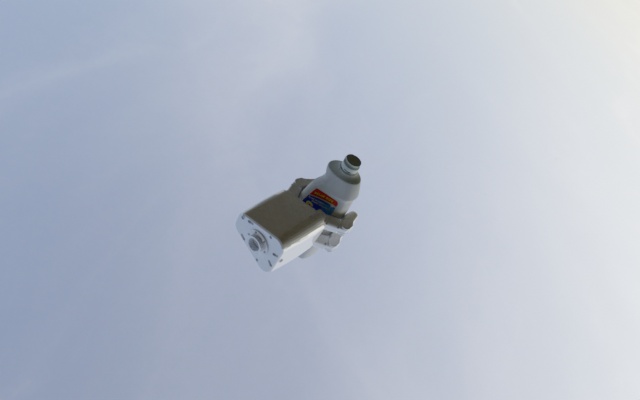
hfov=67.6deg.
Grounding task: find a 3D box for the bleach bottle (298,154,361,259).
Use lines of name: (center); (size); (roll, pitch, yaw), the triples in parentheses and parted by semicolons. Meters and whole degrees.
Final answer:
bleach bottle: (0.000, 0.003, 0.887); (0.068, 0.102, 0.251); (-31, -18, -44)
